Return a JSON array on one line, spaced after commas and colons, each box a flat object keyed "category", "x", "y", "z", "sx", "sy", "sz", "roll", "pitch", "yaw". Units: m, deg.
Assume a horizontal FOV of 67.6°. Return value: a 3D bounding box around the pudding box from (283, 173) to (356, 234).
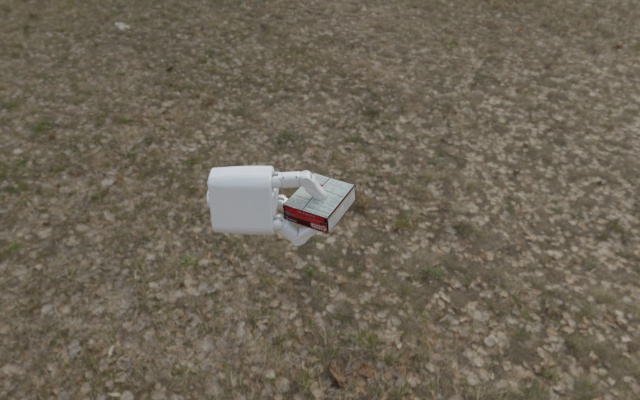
[{"category": "pudding box", "x": 0.000, "y": 0.003, "z": 0.842, "sx": 0.090, "sy": 0.039, "sz": 0.113, "roll": 18, "pitch": 44, "yaw": 23}]
